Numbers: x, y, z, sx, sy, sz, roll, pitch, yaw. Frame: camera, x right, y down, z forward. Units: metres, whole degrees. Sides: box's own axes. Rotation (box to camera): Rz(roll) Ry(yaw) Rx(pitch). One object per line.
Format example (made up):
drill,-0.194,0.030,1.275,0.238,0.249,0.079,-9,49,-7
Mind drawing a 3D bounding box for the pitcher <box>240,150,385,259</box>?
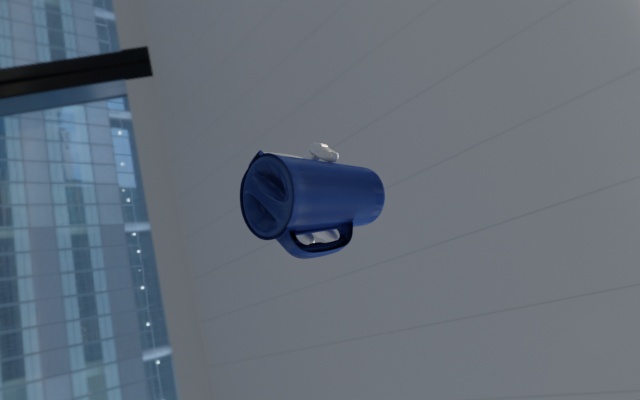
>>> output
pitcher,0.000,0.003,0.803,0.243,0.149,0.145,0,13,-44
